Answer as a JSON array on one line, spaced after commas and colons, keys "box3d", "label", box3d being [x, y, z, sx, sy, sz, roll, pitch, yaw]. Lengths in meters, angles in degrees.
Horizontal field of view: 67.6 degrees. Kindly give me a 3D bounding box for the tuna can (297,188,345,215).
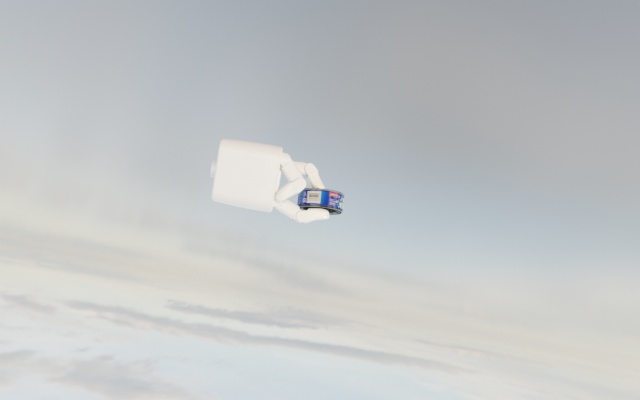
[{"box3d": [0.000, 0.003, 0.874, 0.086, 0.033, 0.086, 5, -11, 1], "label": "tuna can"}]
